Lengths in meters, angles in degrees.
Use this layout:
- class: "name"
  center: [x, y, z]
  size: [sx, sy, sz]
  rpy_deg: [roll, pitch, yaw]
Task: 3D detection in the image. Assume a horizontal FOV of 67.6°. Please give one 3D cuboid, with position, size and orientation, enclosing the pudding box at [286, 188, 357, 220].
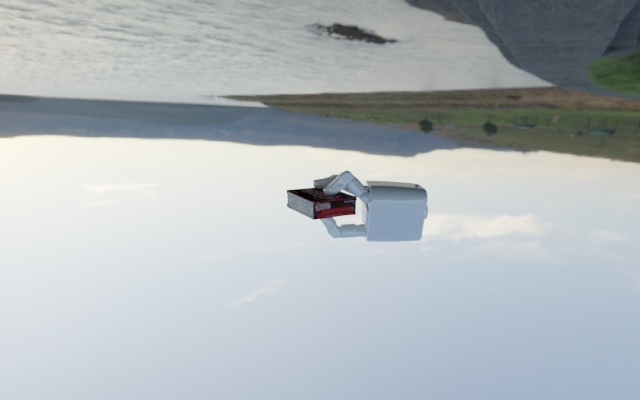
- class: "pudding box"
  center: [0.000, 0.003, 0.886]
  size: [0.090, 0.039, 0.113]
  rpy_deg: [-5, 12, -29]
